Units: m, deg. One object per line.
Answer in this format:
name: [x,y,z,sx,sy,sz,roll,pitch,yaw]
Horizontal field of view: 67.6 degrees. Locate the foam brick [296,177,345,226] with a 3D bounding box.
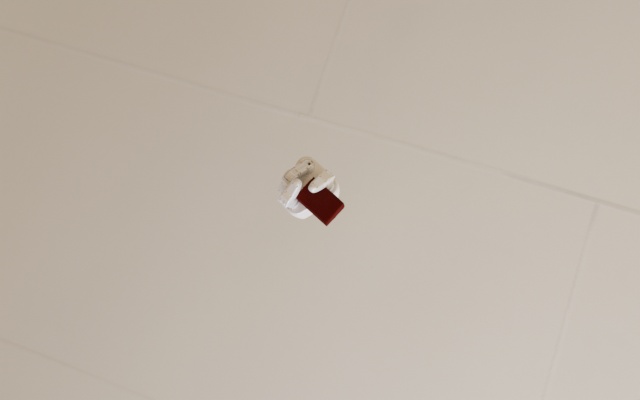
foam brick: [0.000,0.003,0.889,0.078,0.053,0.051,42,-4,10]
